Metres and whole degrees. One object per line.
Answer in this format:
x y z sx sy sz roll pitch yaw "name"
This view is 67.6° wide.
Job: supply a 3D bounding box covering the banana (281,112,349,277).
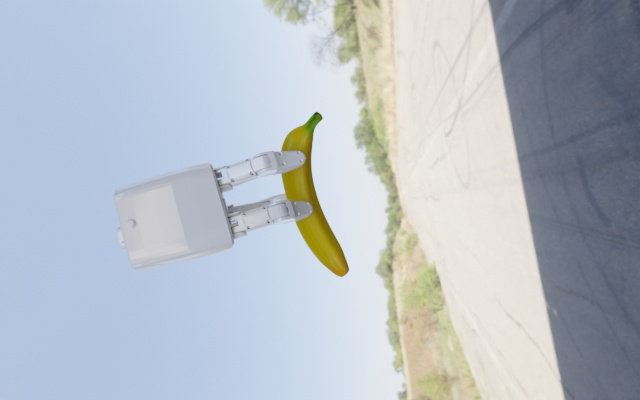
-0.012 -0.002 0.572 0.037 0.198 0.069 -21 15 -36 "banana"
